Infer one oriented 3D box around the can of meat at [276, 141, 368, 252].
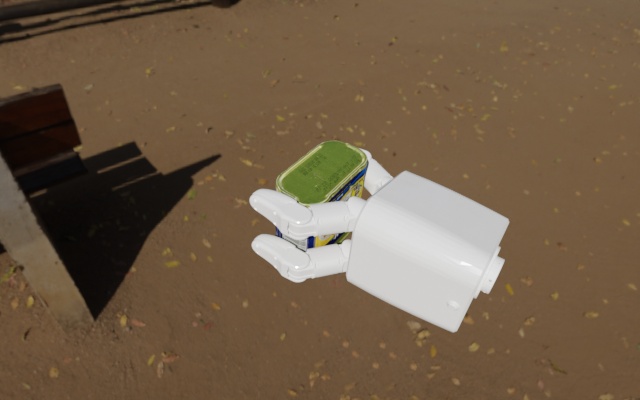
[{"bbox_3d":[0.000,0.001,0.459,0.057,0.084,0.102,28,49,22],"label":"can of meat"}]
